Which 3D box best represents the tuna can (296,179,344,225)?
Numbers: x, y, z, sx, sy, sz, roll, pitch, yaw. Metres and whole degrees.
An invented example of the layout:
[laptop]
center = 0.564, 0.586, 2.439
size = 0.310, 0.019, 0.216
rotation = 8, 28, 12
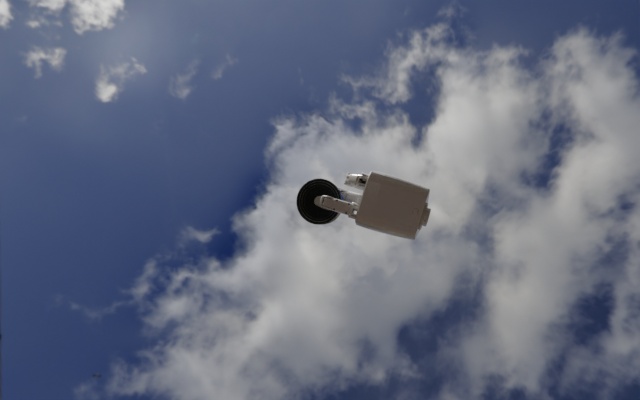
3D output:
[tuna can]
center = 0.000, 0.003, 0.899
size = 0.086, 0.086, 0.034
rotation = 0, -4, 12
